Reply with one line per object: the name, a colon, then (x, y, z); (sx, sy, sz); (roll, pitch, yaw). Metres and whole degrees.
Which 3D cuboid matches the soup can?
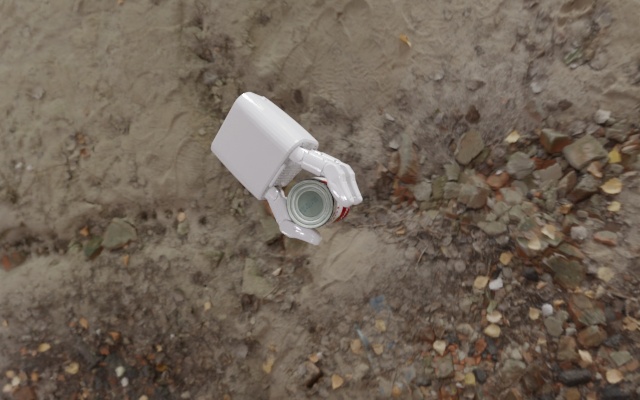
soup can: (0.000, 0.003, 0.669); (0.068, 0.068, 0.102); (0, 3, 17)
